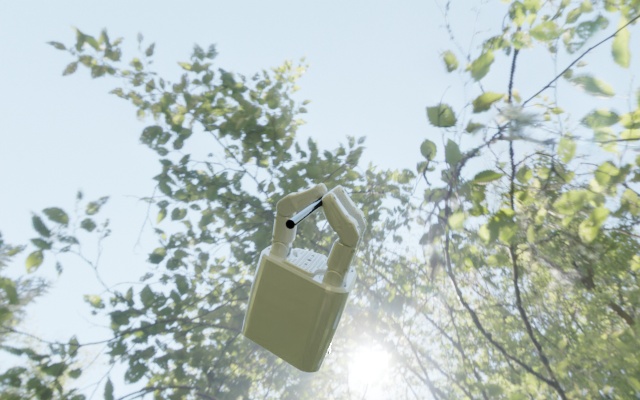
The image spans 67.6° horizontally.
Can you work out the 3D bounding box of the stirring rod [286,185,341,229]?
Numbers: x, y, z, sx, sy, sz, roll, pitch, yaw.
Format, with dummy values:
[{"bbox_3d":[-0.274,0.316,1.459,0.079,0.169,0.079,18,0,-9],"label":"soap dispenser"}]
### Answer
[{"bbox_3d":[0.000,0.002,0.506,0.011,0.011,0.239,0,9,12],"label":"stirring rod"}]
